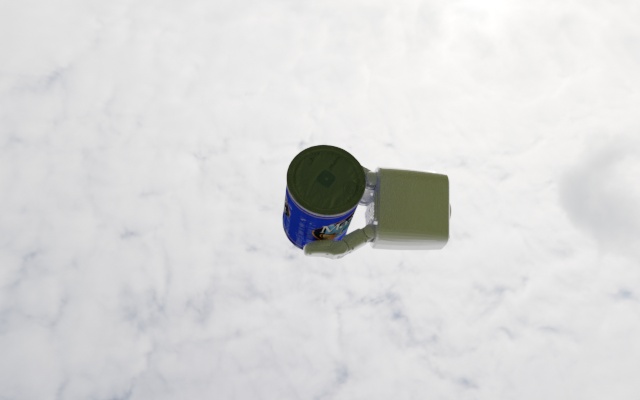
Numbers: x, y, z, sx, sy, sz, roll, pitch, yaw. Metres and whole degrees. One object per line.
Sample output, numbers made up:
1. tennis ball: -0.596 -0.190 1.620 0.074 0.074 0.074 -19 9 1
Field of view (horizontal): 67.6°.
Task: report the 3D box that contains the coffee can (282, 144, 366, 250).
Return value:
1. coffee can: 0.000 0.002 0.667 0.103 0.102 0.140 0 -26 -7
